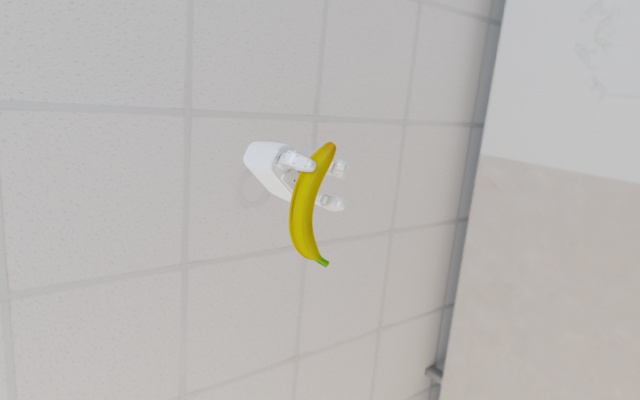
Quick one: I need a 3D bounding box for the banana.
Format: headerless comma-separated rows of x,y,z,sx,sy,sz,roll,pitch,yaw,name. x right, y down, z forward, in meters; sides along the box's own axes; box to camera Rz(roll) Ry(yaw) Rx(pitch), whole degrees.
-0.016,0.006,0.740,0.069,0.198,0.037,0,8,-33,banana
